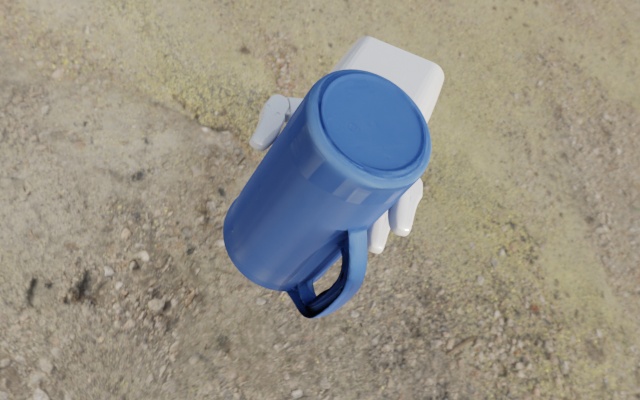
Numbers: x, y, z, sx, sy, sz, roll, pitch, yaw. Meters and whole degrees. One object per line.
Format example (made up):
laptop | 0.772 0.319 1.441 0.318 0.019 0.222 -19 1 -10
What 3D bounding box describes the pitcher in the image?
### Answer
pitcher | 0.000 0.001 0.452 0.149 0.145 0.243 34 -33 -5
